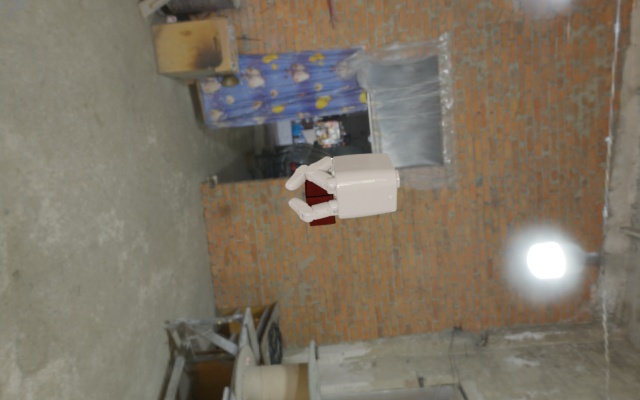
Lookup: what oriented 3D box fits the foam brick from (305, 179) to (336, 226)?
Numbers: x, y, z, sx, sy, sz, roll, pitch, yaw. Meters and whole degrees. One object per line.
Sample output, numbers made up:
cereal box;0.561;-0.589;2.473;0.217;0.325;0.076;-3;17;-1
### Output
foam brick;0.000;0.003;0.899;0.051;0.078;0.053;-6;44;1
